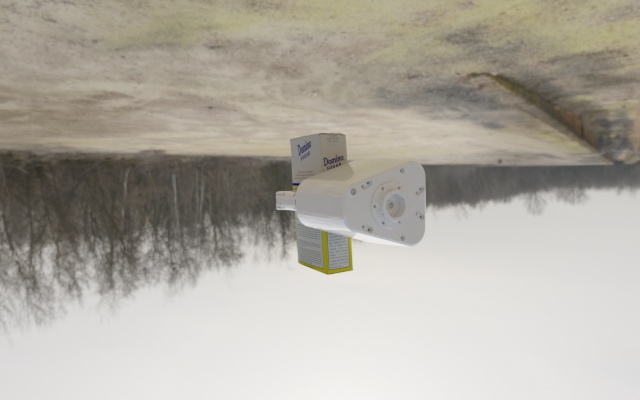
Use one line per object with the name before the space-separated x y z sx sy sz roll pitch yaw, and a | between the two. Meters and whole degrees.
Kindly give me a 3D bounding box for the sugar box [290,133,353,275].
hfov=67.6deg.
sugar box | 0.001 0.002 0.632 0.048 0.176 0.093 -3 4 -28
